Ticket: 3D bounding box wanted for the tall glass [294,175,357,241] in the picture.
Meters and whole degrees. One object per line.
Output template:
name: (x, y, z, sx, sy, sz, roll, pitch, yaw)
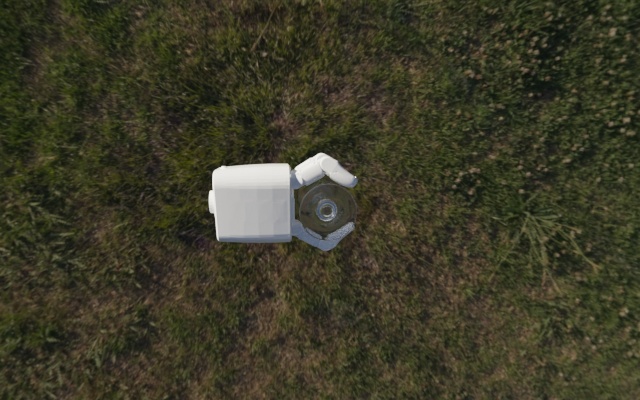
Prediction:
tall glass: (0.000, 0.002, 0.707, 0.079, 0.079, 0.201, 0, 8, -5)
